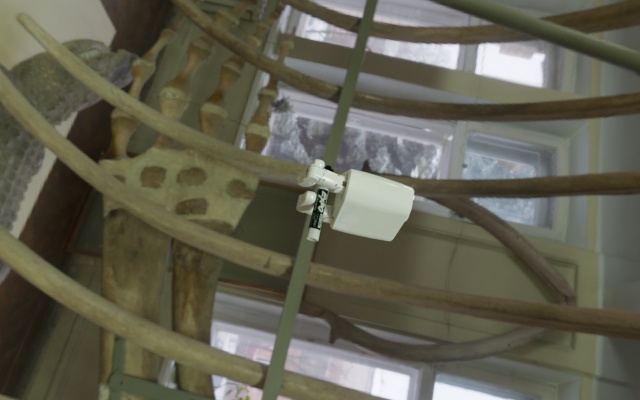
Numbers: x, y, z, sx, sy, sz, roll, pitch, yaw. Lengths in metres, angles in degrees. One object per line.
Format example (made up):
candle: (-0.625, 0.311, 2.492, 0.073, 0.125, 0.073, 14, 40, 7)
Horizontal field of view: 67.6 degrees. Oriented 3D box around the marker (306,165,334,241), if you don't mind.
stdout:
marker: (0.000, 0.002, 0.729, 0.020, 0.121, 0.020, 11, -19, 4)
